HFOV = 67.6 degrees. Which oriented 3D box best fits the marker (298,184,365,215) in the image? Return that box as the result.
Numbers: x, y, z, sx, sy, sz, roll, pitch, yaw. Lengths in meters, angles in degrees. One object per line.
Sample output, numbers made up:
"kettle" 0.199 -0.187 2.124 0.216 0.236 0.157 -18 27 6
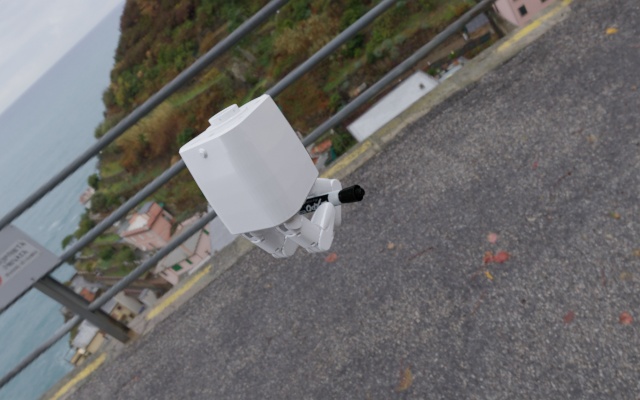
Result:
"marker" 0.000 0.002 0.549 0.121 0.020 0.020 -14 -9 40
